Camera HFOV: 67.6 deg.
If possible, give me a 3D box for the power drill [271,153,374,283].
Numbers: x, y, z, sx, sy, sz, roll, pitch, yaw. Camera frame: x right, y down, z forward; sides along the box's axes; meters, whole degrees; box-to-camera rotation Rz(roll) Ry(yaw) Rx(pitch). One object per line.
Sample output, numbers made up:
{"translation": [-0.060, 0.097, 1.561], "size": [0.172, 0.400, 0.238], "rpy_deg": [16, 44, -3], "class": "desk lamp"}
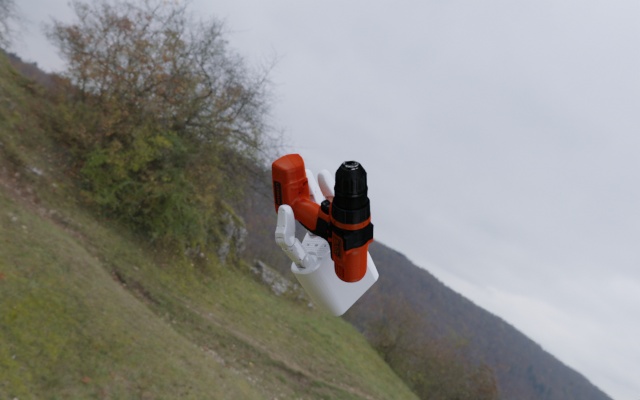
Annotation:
{"translation": [0.000, 0.002, 0.671], "size": [0.057, 0.185, 0.187], "rpy_deg": [-20, 37, -28], "class": "power drill"}
